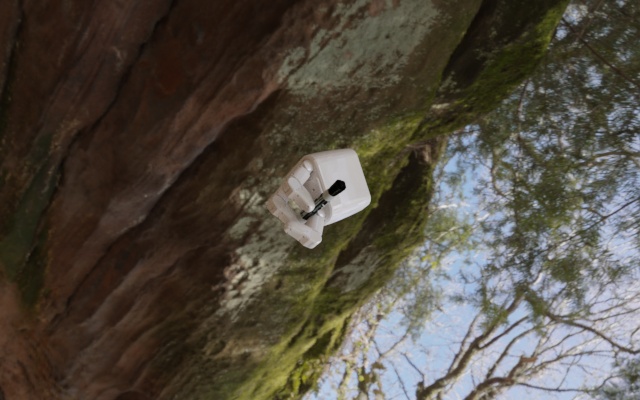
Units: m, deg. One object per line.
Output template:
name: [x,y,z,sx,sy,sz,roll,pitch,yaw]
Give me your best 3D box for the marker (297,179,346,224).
marker: [0.000,0.002,0.730,0.020,0.020,0.121,0,-28,-37]
